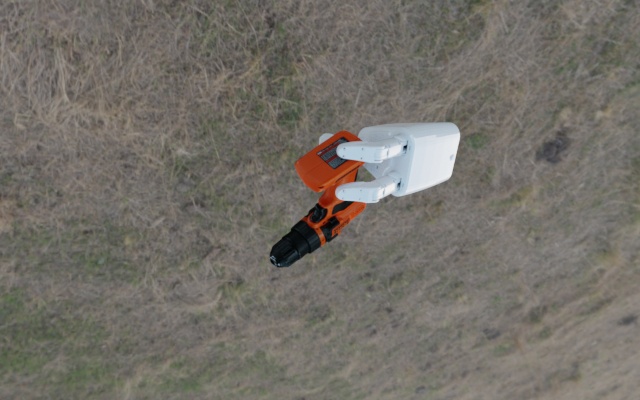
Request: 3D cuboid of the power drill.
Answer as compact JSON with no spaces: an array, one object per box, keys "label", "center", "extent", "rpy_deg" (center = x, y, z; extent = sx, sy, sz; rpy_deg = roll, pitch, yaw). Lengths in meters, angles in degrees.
[{"label":"power drill","center":[0.000,0.002,0.682],"extent":[0.184,0.057,0.188],"rpy_deg":[-38,-23,-26]}]
